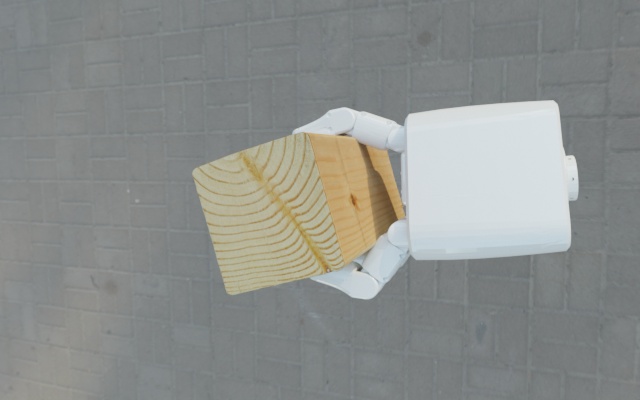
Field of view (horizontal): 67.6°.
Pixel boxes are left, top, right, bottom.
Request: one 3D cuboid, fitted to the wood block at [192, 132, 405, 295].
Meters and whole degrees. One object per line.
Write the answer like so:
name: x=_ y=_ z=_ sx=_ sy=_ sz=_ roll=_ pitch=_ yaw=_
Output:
wood block: x=0.000 y=0.001 z=0.400 sx=0.090 sy=0.091 sz=0.206 roll=-16 pitch=-1 yaw=21
